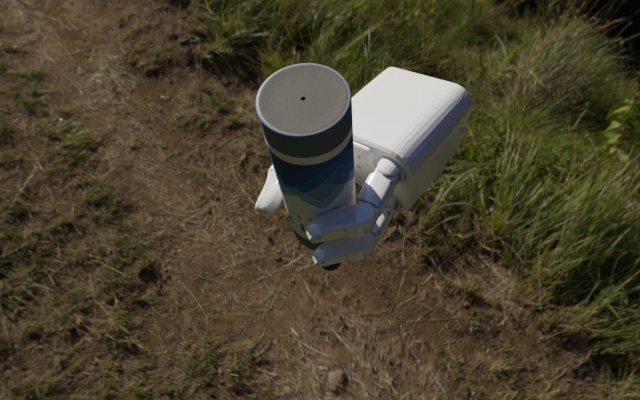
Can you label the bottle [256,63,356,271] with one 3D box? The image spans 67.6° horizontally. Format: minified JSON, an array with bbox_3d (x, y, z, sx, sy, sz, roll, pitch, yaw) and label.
[{"bbox_3d":[0.000,0.001,0.454,0.069,0.069,0.296,0,-29,5],"label":"bottle"}]
